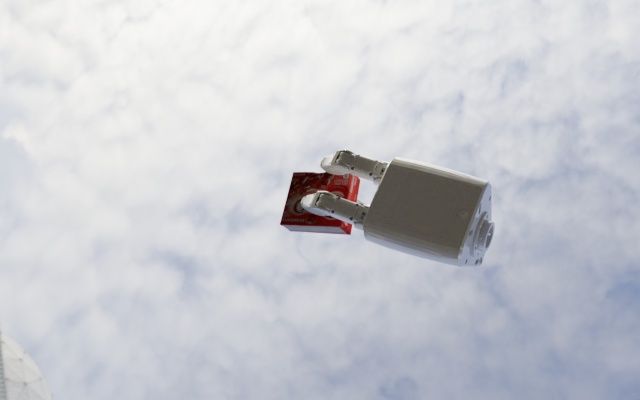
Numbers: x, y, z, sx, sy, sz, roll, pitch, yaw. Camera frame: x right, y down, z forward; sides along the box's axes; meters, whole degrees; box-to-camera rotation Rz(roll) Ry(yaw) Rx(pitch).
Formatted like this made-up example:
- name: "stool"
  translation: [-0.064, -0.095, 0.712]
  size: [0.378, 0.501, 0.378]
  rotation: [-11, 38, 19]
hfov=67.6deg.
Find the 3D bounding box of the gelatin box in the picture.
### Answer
- name: "gelatin box"
  translation: [0.000, 0.002, 0.588]
  size: [0.089, 0.073, 0.030]
  rotation: [1, -23, 30]
